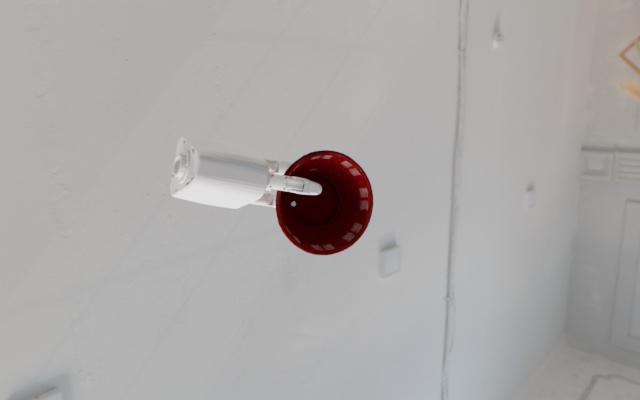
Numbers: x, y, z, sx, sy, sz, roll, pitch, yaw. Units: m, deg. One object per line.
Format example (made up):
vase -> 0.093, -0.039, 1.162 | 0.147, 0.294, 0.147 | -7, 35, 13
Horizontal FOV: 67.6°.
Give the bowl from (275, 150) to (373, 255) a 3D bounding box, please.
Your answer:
bowl -> 0.001, 0.003, 0.754 | 0.162, 0.162, 0.055 | 0, 4, -20
